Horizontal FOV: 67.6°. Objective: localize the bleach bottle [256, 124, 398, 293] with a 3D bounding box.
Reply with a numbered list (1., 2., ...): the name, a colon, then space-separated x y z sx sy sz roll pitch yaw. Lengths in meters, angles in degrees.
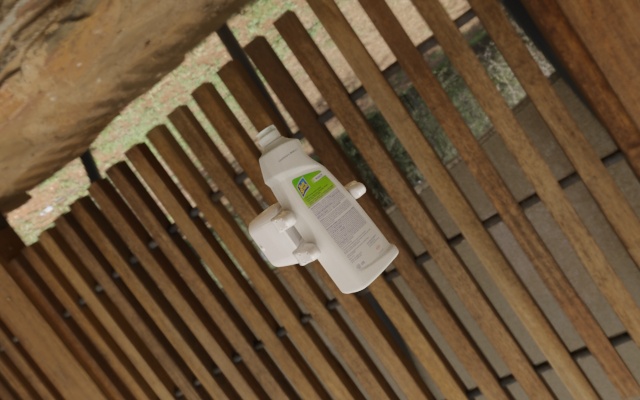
1. bleach bottle: 0.000 0.002 0.668 0.102 0.251 0.068 -39 7 -36
